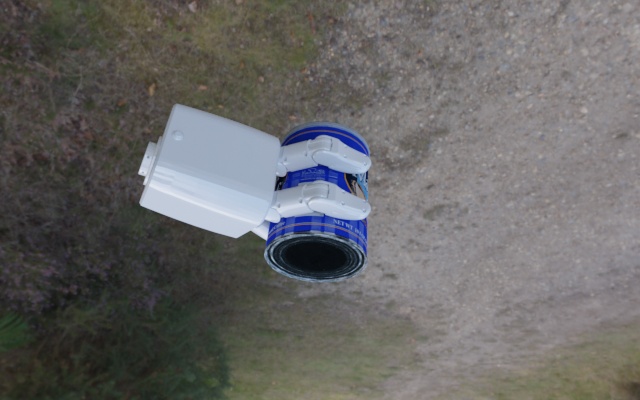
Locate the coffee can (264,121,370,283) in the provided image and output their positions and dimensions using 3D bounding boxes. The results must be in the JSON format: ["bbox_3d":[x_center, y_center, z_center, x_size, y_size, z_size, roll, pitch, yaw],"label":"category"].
[{"bbox_3d":[0.000,0.002,0.509,0.103,0.140,0.103,3,-34,2],"label":"coffee can"}]
